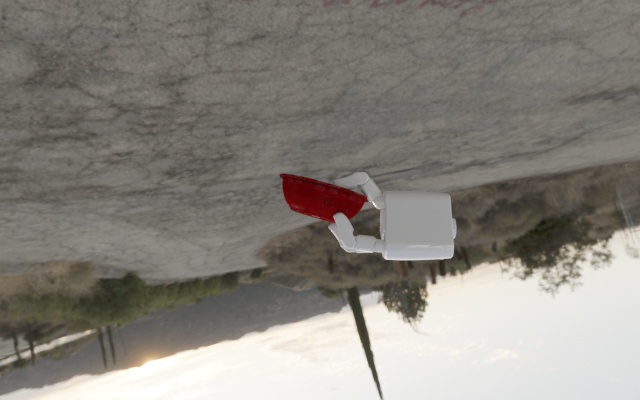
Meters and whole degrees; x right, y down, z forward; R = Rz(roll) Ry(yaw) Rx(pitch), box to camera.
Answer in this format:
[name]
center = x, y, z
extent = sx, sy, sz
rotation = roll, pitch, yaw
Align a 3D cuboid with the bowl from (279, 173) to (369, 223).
[bowl]
center = -0.001, 0.003, 0.817
extent = 0.162, 0.055, 0.162
rotation = 16, -4, 1
